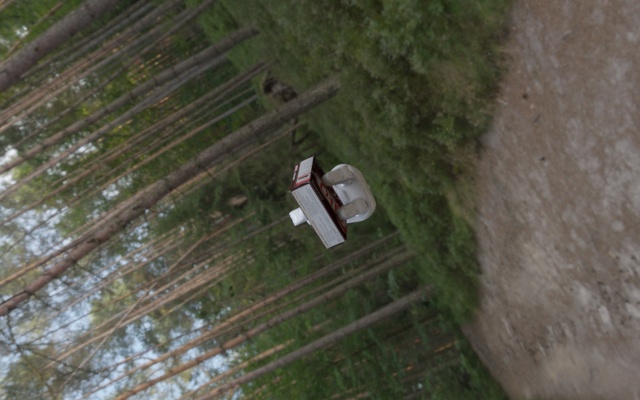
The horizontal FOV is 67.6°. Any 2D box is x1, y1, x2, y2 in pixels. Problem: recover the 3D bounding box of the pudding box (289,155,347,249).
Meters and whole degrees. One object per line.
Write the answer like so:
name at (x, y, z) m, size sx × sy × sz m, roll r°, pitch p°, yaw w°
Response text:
pudding box at (0.000, 0.002, 0.709) m, size 0.039 × 0.113 × 0.090 m, roll -27°, pitch 24°, yaw 16°
